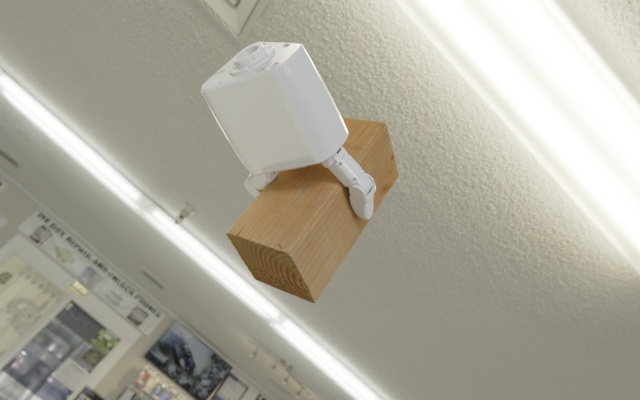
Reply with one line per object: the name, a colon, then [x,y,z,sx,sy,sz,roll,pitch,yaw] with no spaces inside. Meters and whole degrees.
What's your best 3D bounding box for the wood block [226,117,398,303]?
wood block: [0.000,0.002,0.557,0.091,0.090,0.206,15,53,34]
